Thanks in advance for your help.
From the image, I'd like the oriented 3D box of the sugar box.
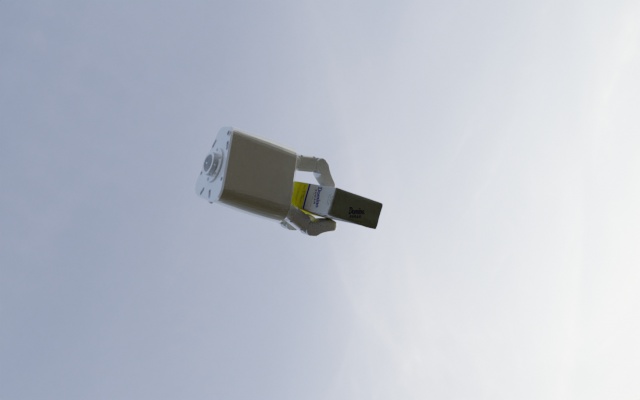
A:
[{"bbox_3d":[0.000,0.003,0.725,0.093,0.048,0.176,18,-1,-35],"label":"sugar box"}]
